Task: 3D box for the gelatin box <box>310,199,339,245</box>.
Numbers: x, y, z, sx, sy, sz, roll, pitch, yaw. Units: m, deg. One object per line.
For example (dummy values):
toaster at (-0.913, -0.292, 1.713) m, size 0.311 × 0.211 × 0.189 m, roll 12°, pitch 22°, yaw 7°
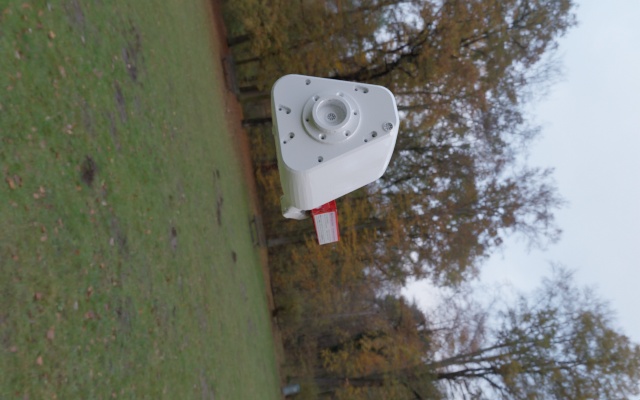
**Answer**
gelatin box at (0.001, 0.002, 0.571) m, size 0.030 × 0.073 × 0.089 m, roll -12°, pitch -28°, yaw -1°
